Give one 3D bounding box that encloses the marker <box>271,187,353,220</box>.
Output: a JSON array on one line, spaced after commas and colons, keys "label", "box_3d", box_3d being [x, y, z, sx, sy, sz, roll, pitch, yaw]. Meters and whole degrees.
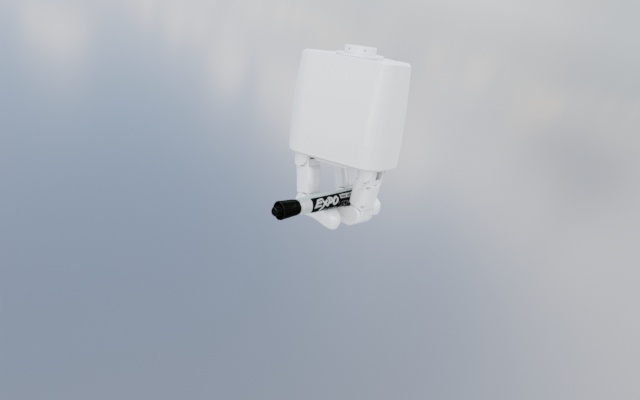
[{"label": "marker", "box_3d": [0.000, 0.002, 0.491, 0.121, 0.020, 0.020, -11, 7, -42]}]
